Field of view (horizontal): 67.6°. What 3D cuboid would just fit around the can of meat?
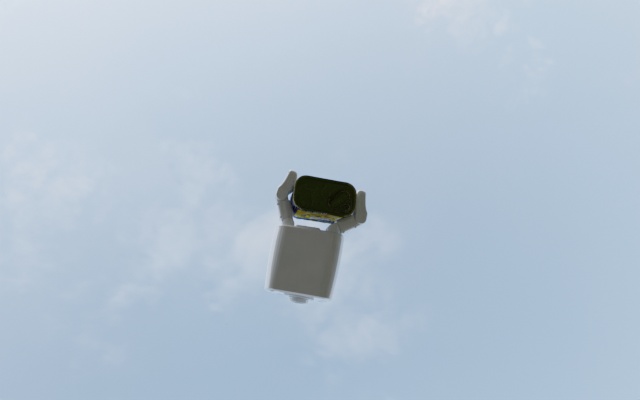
[{"bbox_3d":[0.000,0.003,0.798,0.102,0.057,0.084,9,-16,-9],"label":"can of meat"}]
